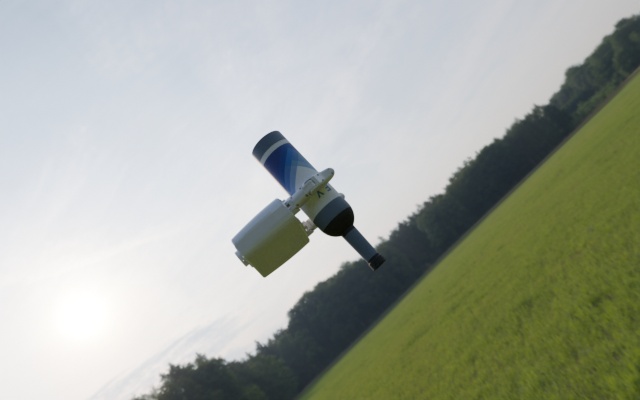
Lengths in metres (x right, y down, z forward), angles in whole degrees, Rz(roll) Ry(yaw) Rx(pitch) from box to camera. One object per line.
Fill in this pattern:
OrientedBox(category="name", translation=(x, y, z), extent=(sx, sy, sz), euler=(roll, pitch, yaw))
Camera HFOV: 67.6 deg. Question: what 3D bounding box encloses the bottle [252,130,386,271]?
OrientedBox(category="bottle", translation=(0.000, 0.002, 0.819), extent=(0.069, 0.295, 0.069), euler=(-40, -15, -13))
